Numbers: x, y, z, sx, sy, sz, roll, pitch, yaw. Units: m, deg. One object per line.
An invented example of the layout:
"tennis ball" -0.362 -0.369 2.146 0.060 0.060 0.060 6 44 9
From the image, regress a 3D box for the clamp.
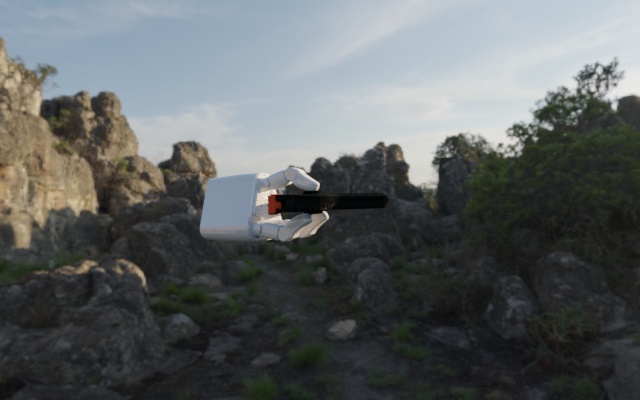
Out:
"clamp" 0.000 0.002 0.733 0.164 0.036 0.210 -2 0 28
